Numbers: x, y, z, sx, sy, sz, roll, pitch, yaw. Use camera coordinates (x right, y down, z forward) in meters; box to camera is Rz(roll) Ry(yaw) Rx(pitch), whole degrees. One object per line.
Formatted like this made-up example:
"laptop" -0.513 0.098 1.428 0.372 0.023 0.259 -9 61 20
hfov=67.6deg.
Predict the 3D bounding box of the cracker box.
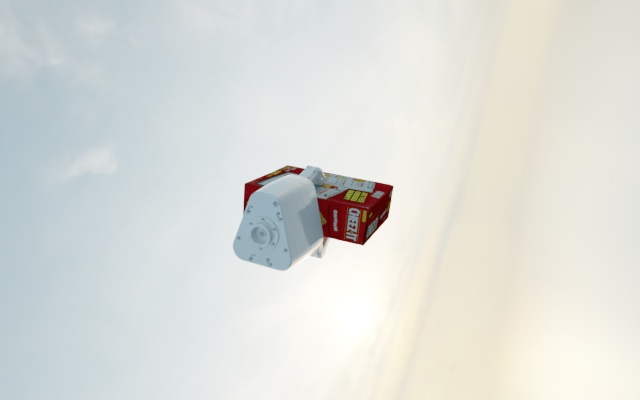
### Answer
"cracker box" 0.000 0.002 0.818 0.213 0.072 0.164 12 19 19
